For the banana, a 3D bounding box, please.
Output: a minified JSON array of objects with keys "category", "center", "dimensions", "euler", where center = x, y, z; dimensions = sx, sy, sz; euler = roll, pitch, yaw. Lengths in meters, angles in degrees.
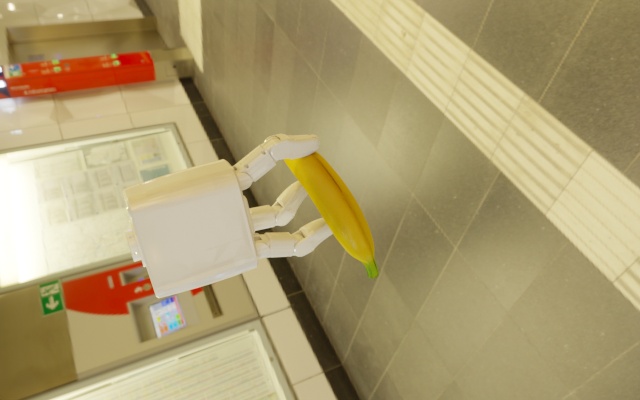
[{"category":"banana","center":[0.003,-0.007,0.515],"dimensions":[0.037,0.197,0.070],"euler":[-21,-31,-20]}]
